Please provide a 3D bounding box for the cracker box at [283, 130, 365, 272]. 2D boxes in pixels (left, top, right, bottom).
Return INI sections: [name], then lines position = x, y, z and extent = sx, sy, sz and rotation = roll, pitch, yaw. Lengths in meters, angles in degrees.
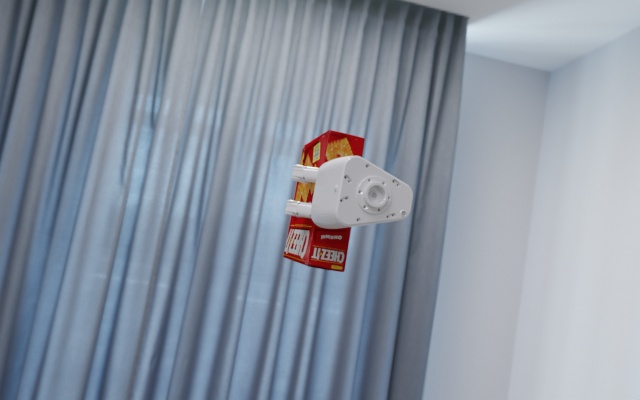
[cracker box]
position = 0.000, 0.003, 0.807
extent = 0.072, 0.213, 0.164
rotation = 11, -5, -16
